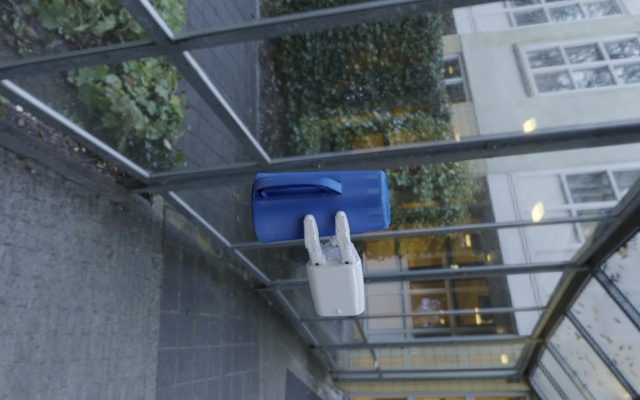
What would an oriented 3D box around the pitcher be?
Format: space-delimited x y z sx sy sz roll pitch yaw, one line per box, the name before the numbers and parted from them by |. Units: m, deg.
pitcher | 0.000 0.003 0.869 0.243 0.145 0.149 -4 18 10
